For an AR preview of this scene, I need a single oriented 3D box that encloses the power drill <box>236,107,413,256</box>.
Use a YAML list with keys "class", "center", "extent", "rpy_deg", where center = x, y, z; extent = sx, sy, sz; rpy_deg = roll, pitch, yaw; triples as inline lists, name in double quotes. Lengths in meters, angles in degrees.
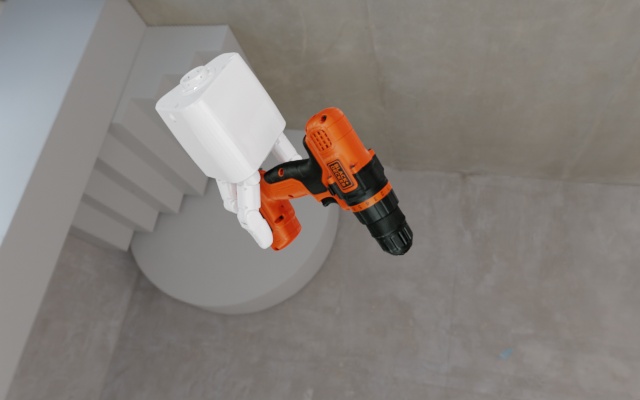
- class: "power drill"
  center: [0.000, 0.002, 0.569]
  extent: [0.188, 0.184, 0.057]
  rpy_deg: [-23, 14, 40]
